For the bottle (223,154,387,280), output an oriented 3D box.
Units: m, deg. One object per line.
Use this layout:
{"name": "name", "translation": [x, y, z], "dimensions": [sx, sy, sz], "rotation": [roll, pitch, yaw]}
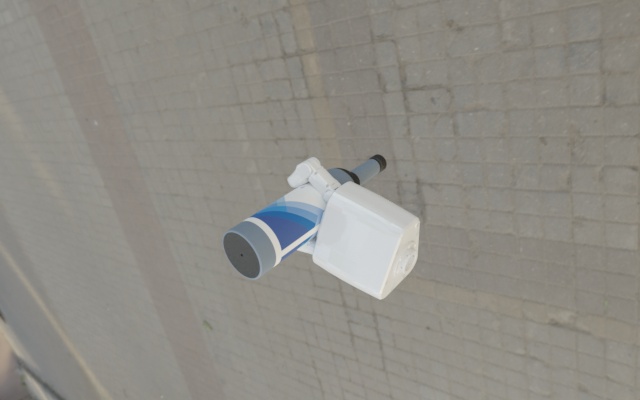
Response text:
{"name": "bottle", "translation": [0.000, 0.002, 0.653], "dimensions": [0.069, 0.069, 0.295], "rotation": [0, 25, 44]}
